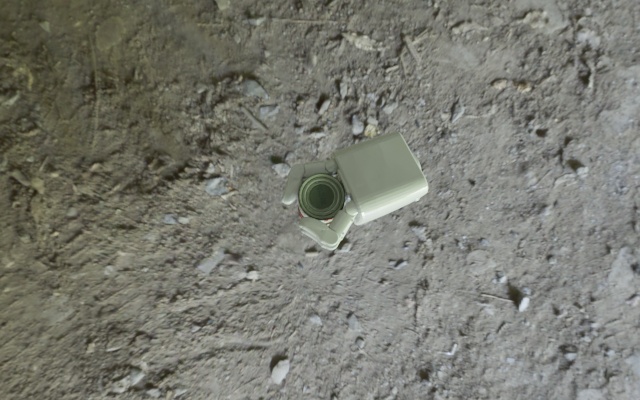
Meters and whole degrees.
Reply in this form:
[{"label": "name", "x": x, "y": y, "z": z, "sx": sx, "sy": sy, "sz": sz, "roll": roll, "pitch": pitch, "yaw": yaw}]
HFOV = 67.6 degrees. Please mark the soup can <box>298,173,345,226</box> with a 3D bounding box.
[{"label": "soup can", "x": 0.000, "y": 0.002, "z": 0.711, "sx": 0.068, "sy": 0.068, "sz": 0.102, "roll": 0, "pitch": -9, "yaw": -2}]
